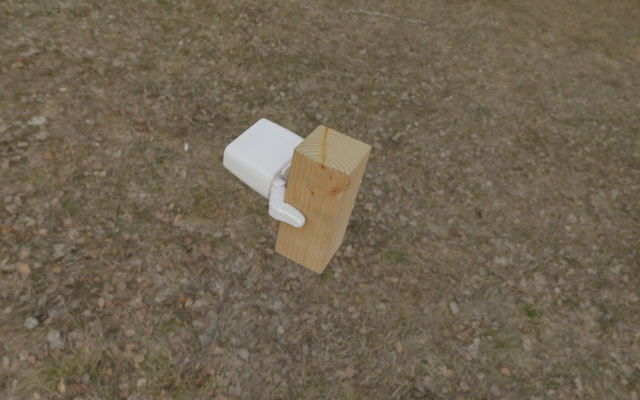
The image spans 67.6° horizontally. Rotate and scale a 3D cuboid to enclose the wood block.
[{"bbox_3d":[0.000,0.002,0.748,0.090,0.206,0.090,25,41,14],"label":"wood block"}]
